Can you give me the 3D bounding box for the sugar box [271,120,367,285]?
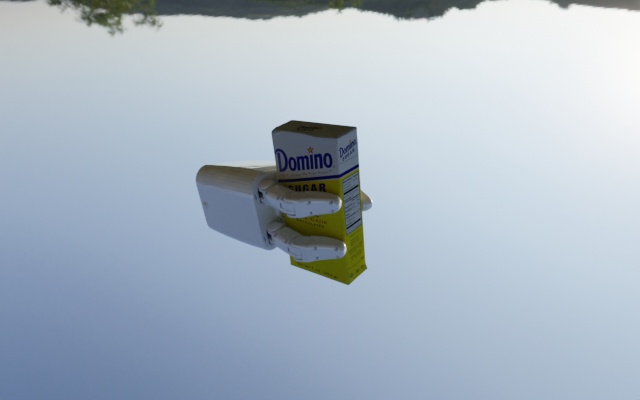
[{"bbox_3d":[0.000,0.002,0.541,0.093,0.176,0.048,12,33,37],"label":"sugar box"}]
